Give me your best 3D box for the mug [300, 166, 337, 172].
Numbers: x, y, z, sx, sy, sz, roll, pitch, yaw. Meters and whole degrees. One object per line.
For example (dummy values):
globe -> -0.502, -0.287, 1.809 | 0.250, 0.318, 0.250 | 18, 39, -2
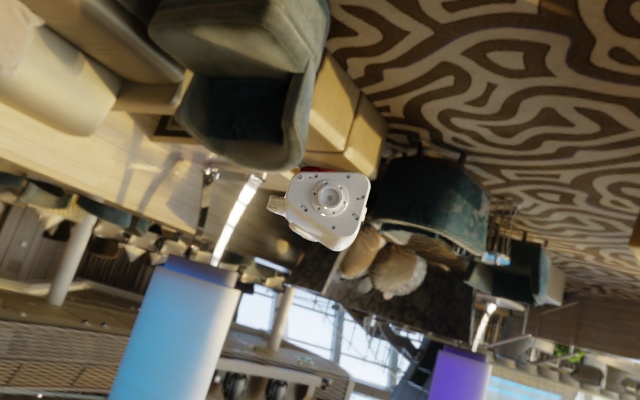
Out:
mug -> 0.000, 0.003, 0.781 | 0.093, 0.081, 0.117 | 17, -13, 1
